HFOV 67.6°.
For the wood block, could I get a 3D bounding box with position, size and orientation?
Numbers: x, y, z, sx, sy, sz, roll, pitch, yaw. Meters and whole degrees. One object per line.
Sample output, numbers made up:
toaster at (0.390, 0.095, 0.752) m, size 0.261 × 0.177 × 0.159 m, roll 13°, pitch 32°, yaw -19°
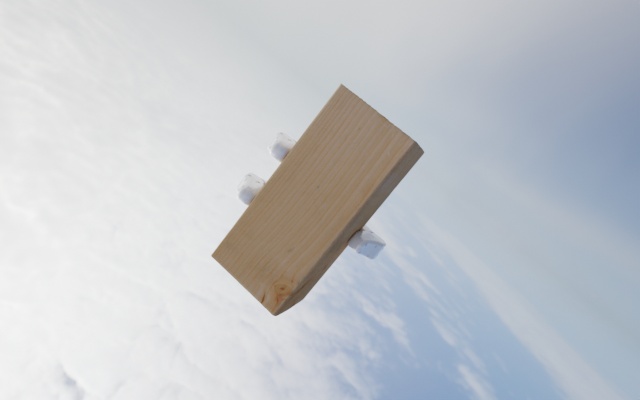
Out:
wood block at (0.000, 0.002, 0.477) m, size 0.091 × 0.206 × 0.090 m, roll 40°, pitch 11°, yaw 13°
